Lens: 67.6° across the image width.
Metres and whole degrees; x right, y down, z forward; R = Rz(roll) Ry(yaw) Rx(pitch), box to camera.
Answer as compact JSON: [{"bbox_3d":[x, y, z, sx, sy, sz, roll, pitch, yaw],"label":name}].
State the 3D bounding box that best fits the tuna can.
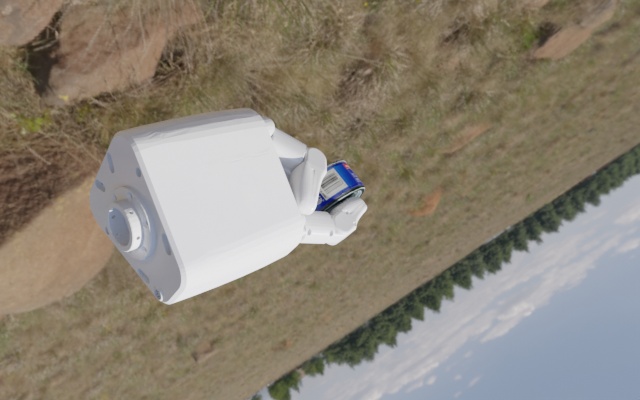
[{"bbox_3d":[0.000,0.002,0.452,0.086,0.033,0.086,-36,-12,-9],"label":"tuna can"}]
